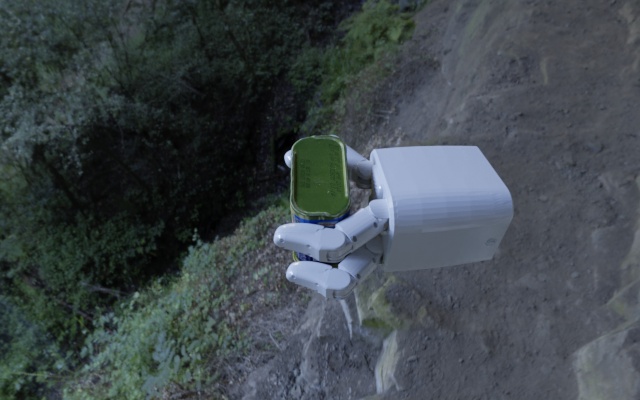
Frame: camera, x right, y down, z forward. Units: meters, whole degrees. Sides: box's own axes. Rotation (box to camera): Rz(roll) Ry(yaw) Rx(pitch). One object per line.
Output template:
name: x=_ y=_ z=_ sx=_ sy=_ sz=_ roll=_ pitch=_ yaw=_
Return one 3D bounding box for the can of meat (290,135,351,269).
can of meat: x=0.000 y=0.001 z=0.451 sx=0.057 sy=0.102 sz=0.084 roll=-2 pitch=-39 yaw=-1
